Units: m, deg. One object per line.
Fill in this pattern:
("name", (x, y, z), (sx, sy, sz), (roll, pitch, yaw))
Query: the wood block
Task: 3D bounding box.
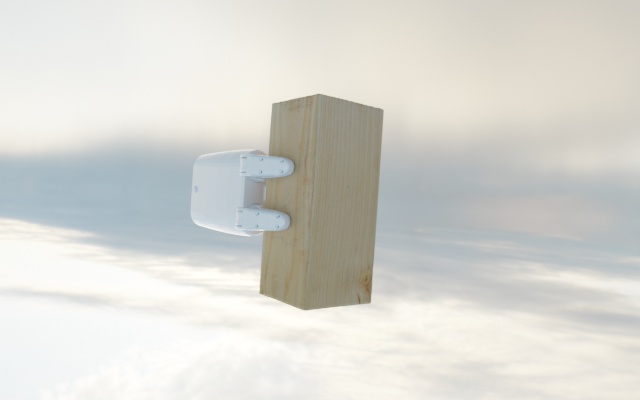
("wood block", (0.000, 0.002, 0.510), (0.091, 0.206, 0.090), (4, 0, -38))
